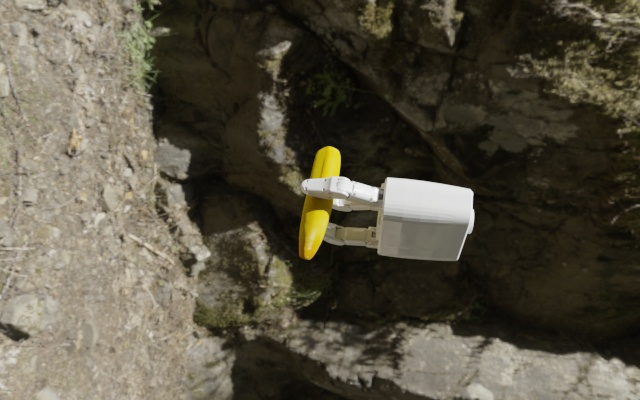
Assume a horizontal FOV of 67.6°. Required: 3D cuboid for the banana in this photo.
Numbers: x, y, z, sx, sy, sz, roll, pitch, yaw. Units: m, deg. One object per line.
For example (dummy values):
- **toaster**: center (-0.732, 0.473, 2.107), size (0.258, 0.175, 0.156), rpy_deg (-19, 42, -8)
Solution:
- **banana**: center (0.002, -0.014, 0.634), size (0.037, 0.070, 0.197), rpy_deg (10, 44, 2)
